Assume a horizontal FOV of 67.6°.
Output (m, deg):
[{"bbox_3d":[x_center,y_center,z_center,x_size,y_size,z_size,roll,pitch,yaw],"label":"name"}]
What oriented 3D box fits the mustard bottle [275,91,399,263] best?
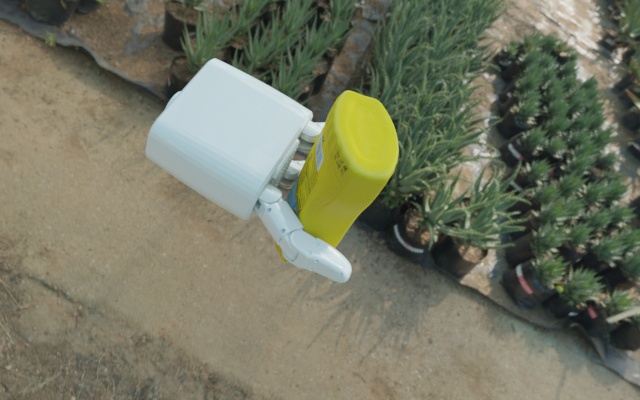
[{"bbox_3d":[0.000,0.001,0.434,0.058,0.096,0.192,13,-42,-18],"label":"mustard bottle"}]
